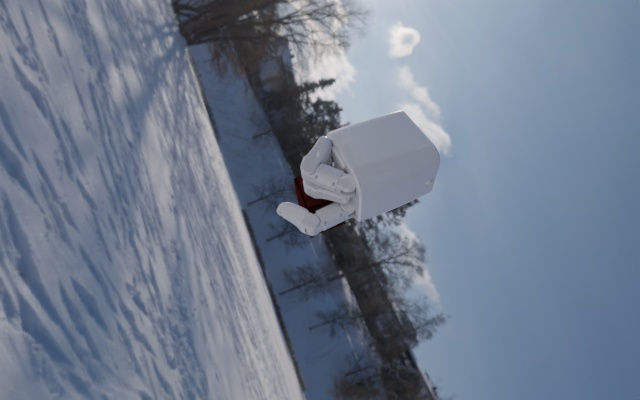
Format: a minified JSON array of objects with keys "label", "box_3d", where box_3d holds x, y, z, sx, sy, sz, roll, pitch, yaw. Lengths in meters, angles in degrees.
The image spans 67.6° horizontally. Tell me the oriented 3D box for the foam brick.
[{"label":"foam brick","box_3d":[0.000,0.002,0.635,0.051,0.053,0.078,-20,-28,-8]}]
